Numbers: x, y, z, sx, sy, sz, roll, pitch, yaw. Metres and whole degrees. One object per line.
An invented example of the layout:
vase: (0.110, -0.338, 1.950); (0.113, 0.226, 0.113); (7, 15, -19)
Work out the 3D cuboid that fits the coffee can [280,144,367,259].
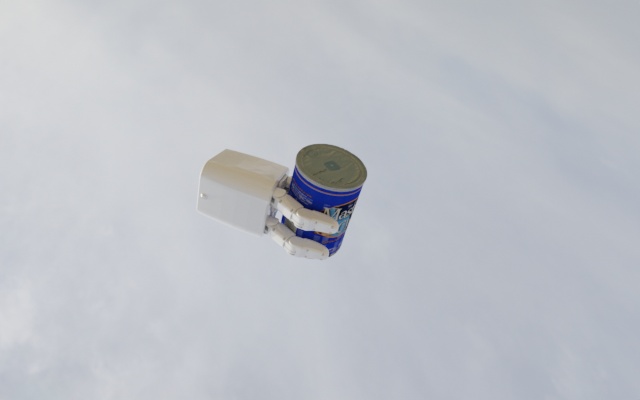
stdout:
coffee can: (0.000, 0.002, 0.706); (0.103, 0.140, 0.102); (10, 39, -9)
